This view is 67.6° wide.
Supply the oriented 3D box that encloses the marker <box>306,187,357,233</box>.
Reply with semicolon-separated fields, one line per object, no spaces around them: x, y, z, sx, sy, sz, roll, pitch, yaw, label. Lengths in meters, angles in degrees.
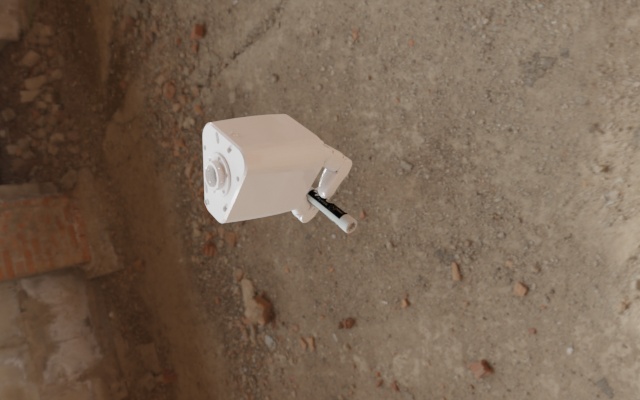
0.000;0.002;0.613;0.020;0.020;0.121;0;30;-47;marker
